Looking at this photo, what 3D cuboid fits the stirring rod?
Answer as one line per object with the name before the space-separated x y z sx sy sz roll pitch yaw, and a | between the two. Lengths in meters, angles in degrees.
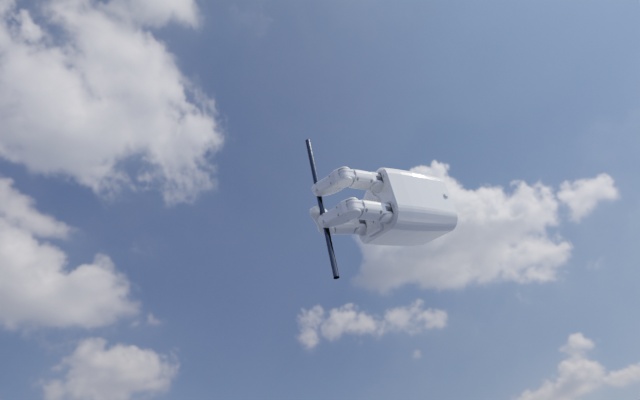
stirring rod | 0.000 0.002 0.670 0.011 0.239 0.011 -8 -37 -6
